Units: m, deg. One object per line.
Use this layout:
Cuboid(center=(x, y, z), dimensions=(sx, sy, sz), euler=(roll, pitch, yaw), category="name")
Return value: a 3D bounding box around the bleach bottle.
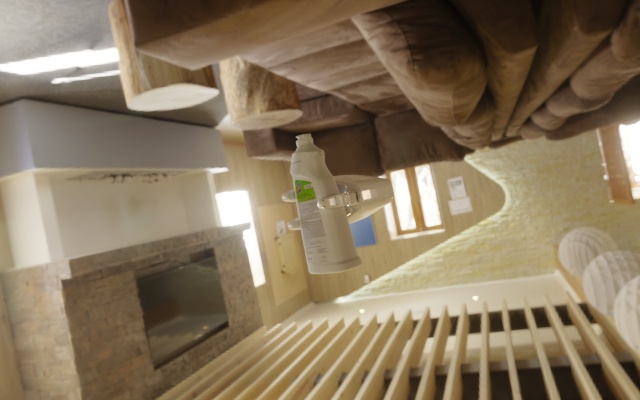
Cuboid(center=(0.000, 0.003, 0.862), dimensions=(0.068, 0.251, 0.102), euler=(-11, -1, -43), category="bleach bottle")
